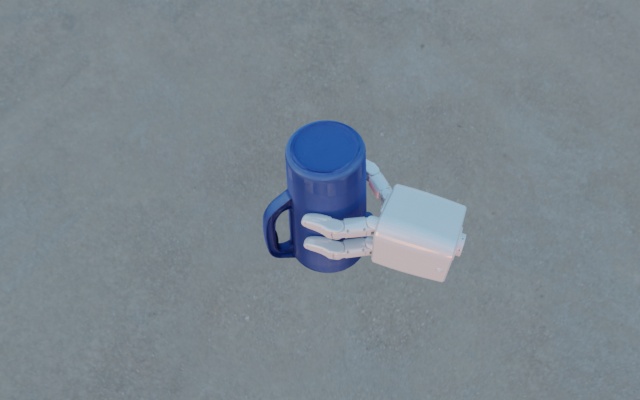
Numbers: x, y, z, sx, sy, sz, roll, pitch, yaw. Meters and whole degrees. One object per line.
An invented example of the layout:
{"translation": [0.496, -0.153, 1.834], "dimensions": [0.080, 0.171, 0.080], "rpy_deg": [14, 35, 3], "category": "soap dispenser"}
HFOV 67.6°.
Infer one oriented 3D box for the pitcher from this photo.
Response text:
{"translation": [0.000, 0.002, 0.721], "dimensions": [0.145, 0.149, 0.243], "rpy_deg": [19, -32, 15], "category": "pitcher"}
